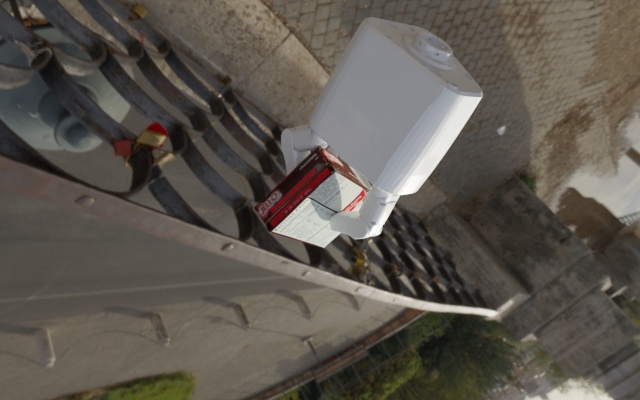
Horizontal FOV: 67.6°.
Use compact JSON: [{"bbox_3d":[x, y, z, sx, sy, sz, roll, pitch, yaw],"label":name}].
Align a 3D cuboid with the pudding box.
[{"bbox_3d":[0.000,0.002,0.491,0.090,0.039,0.113,-42,-31,14],"label":"pudding box"}]
